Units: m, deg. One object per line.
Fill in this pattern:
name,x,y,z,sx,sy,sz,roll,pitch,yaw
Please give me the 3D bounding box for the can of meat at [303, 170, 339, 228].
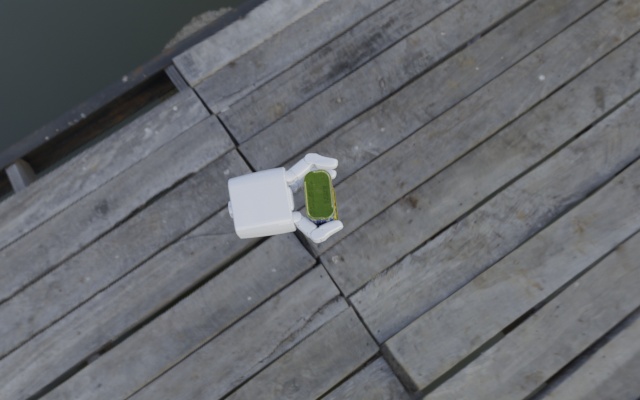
can of meat,0.000,0.003,0.890,0.057,0.102,0.084,-7,-21,3
